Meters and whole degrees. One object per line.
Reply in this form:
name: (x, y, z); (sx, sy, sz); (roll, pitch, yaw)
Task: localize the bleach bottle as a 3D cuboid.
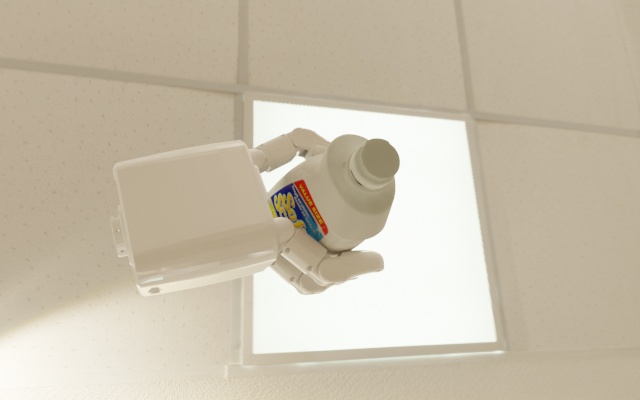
bleach bottle: (0.000, 0.001, 0.424); (0.068, 0.102, 0.251); (-14, -12, -21)
